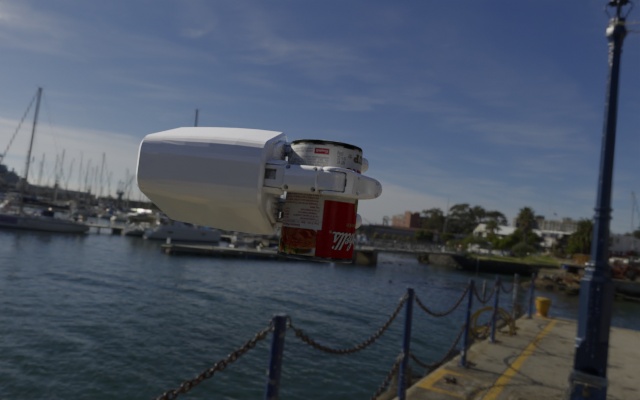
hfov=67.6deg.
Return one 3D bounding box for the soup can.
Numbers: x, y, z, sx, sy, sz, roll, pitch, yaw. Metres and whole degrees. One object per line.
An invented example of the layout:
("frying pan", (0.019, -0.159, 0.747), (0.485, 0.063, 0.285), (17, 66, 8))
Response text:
("soup can", (0.001, 0.001, 0.430), (0.068, 0.102, 0.068), (6, -3, 0))
